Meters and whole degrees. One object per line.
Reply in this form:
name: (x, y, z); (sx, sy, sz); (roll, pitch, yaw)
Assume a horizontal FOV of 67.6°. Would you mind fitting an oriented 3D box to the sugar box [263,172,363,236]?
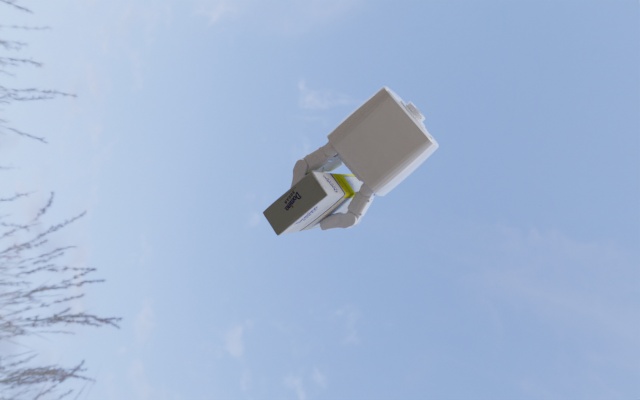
sugar box: (0.000, 0.002, 0.692); (0.093, 0.048, 0.176); (-39, -16, 19)
